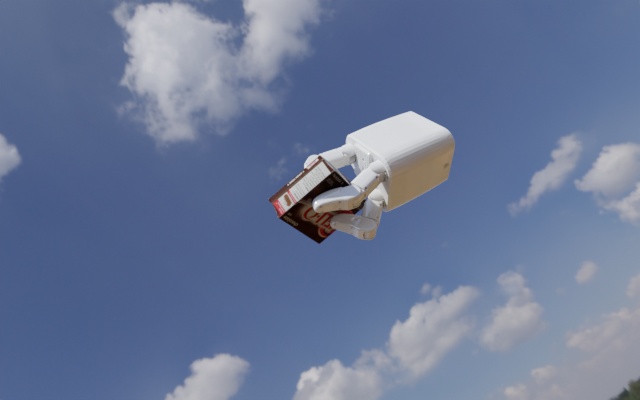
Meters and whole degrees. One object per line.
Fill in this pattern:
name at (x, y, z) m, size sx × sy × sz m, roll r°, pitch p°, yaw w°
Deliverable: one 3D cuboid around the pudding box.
pudding box at (0.000, 0.002, 0.617) m, size 0.090 × 0.039 × 0.113 m, roll -41°, pitch -36°, yaw 7°
